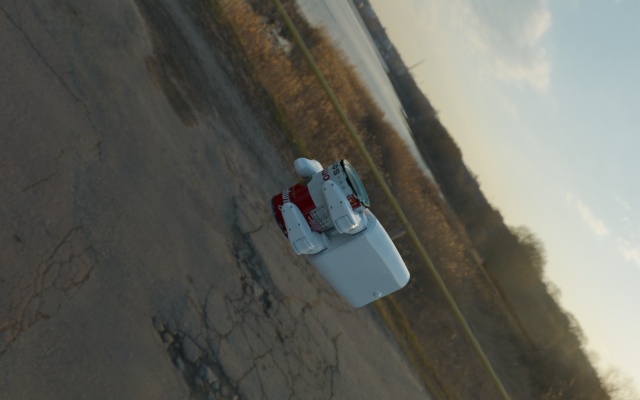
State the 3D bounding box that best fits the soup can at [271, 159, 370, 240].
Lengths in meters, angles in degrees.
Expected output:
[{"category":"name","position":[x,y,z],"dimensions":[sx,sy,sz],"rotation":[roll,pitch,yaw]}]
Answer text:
[{"category":"soup can","position":[0.000,0.001,0.582],"dimensions":[0.102,0.068,0.068],"rotation":[-28,-8,15]}]
